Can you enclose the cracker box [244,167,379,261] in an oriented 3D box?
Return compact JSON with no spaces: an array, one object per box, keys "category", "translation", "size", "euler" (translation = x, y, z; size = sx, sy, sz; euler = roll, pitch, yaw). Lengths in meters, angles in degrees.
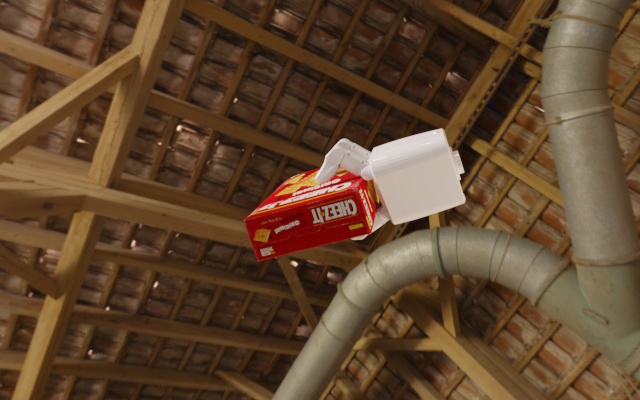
[{"category":"cracker box","translation":[0.000,0.002,0.718],"size":[0.164,0.072,0.213],"euler":[-16,13,16]}]
